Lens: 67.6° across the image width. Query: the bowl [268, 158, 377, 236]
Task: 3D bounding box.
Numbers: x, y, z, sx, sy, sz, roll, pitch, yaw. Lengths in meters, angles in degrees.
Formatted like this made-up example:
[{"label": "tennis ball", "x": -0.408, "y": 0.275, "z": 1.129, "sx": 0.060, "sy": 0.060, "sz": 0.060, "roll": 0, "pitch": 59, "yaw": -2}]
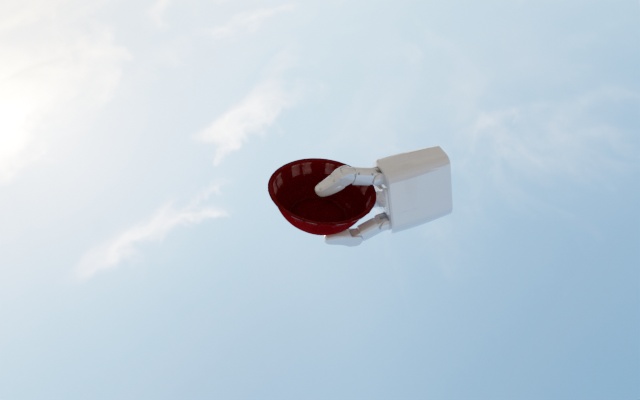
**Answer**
[{"label": "bowl", "x": -0.001, "y": 0.003, "z": 0.720, "sx": 0.162, "sy": 0.055, "sz": 0.162, "roll": 5, "pitch": 38, "yaw": -4}]
